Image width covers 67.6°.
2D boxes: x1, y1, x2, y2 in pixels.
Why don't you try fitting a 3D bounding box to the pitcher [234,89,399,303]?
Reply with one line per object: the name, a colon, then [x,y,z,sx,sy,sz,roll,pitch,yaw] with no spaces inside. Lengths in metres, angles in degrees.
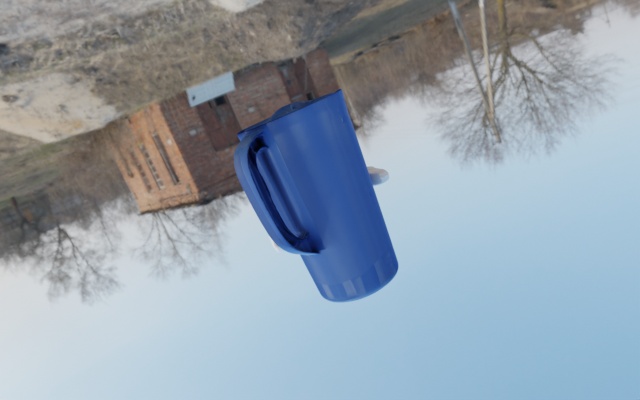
pitcher: [0.000,0.002,0.578,0.149,0.243,0.145,-24,13,-4]
